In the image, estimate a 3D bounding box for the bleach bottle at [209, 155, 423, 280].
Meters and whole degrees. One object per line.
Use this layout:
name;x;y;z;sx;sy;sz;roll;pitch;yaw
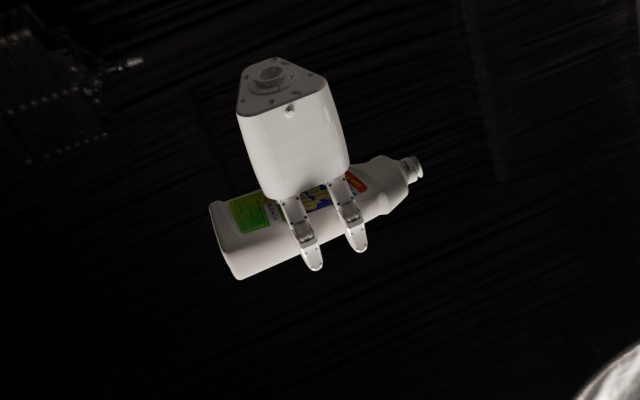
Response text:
bleach bottle;0.000;0.002;0.573;0.251;0.068;0.102;-23;42;-7
